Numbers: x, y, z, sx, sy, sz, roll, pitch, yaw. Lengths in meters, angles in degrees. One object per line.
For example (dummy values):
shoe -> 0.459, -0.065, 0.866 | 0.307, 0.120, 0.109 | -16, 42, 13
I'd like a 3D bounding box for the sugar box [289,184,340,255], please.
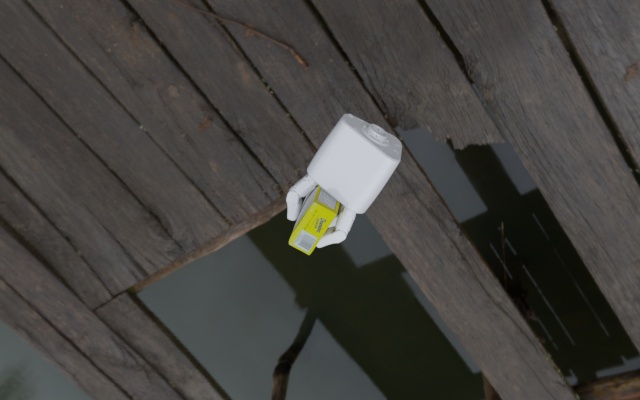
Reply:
sugar box -> 0.001, 0.003, 0.795 | 0.048, 0.093, 0.176 | 31, 30, -5
